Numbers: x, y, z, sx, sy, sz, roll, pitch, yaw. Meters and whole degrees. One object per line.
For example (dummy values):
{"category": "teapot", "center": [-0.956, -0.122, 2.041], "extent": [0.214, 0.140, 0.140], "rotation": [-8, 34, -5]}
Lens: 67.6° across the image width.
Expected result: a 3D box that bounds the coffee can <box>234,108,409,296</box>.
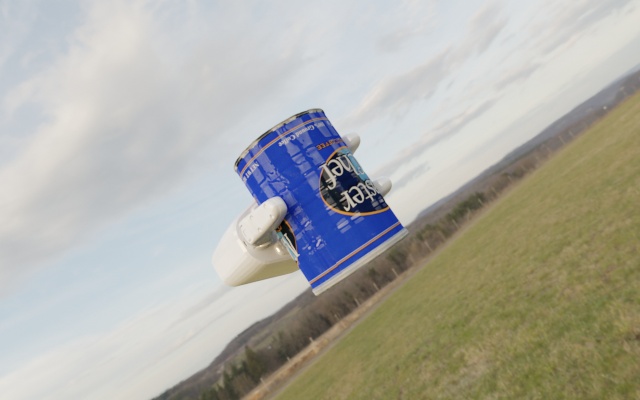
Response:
{"category": "coffee can", "center": [0.000, 0.002, 0.445], "extent": [0.103, 0.140, 0.103], "rotation": [-33, -7, -5]}
